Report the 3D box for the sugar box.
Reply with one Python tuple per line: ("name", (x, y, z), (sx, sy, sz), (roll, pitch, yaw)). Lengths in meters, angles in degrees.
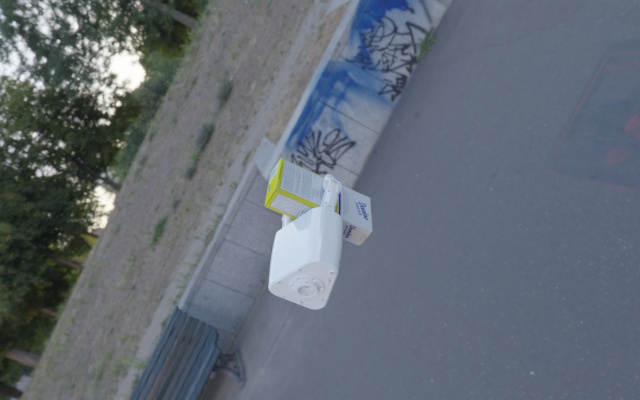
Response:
("sugar box", (0.000, 0.003, 0.790), (0.176, 0.048, 0.093), (26, 36, -17))
